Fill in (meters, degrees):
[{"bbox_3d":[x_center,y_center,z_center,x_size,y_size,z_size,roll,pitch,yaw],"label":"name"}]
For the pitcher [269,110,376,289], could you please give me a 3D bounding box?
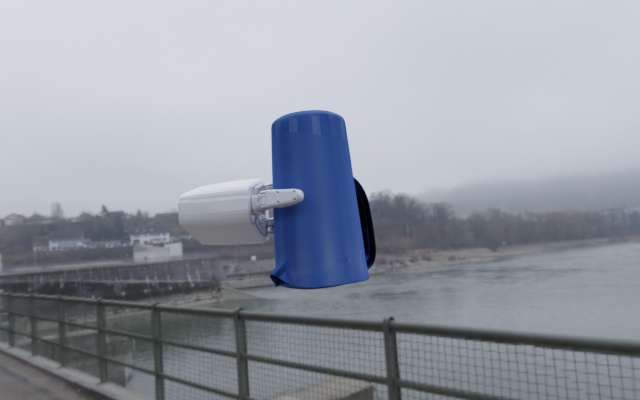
[{"bbox_3d":[0.000,0.002,0.686,0.145,0.243,0.149,-5,-5,6],"label":"pitcher"}]
